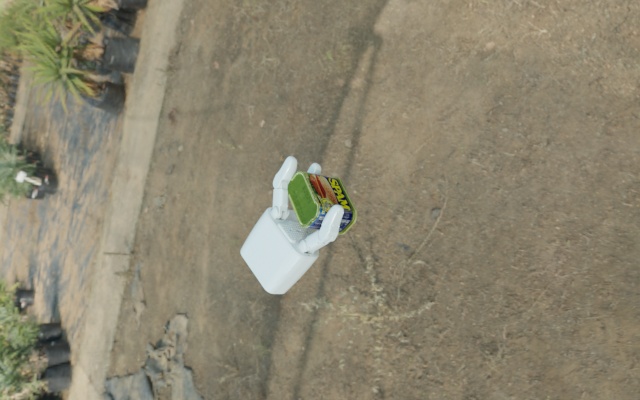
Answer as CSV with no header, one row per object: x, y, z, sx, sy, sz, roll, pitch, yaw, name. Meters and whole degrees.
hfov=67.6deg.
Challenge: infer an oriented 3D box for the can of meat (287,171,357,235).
0.000,0.003,0.788,0.084,0.102,0.057,10,-47,-40,can of meat
